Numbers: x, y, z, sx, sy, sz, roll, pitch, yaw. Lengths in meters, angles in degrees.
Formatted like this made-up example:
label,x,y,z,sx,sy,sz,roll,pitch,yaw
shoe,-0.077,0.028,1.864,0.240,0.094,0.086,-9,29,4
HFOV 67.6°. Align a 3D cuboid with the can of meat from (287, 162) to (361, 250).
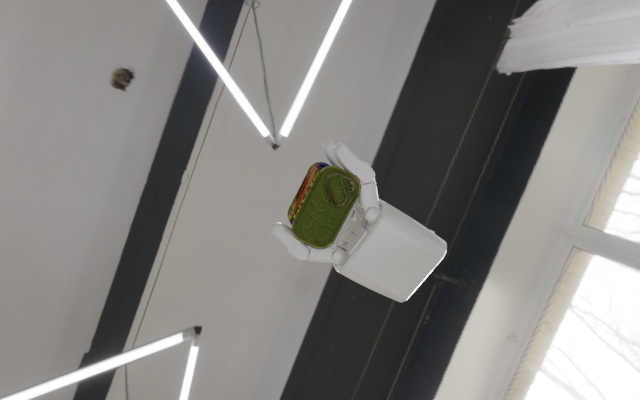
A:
label,x,y,z,sx,sy,sz,roll,pitch,yaw
can of meat,0.000,0.002,0.616,0.057,0.102,0.084,27,5,-14
